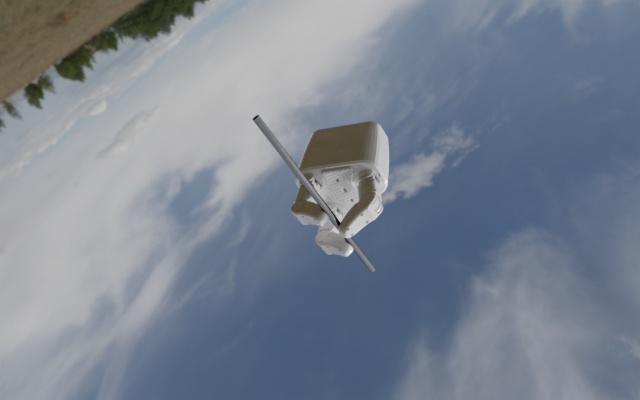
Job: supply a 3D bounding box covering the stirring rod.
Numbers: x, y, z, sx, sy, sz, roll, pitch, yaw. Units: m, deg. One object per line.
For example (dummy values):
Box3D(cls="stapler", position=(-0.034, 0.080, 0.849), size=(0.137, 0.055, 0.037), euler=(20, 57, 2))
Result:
Box3D(cls="stirring rod", position=(0.000, 0.002, 0.530), size=(0.011, 0.011, 0.240), euler=(0, -44, 48))
